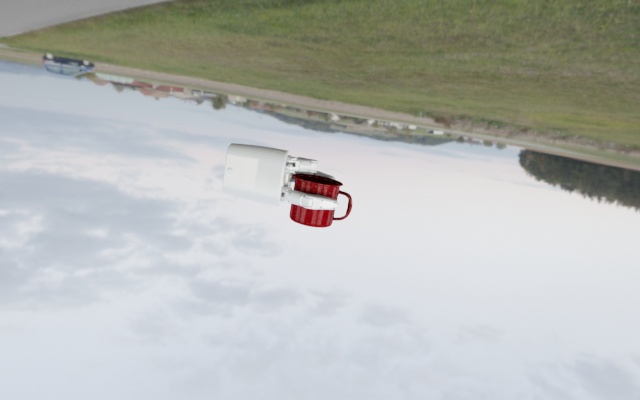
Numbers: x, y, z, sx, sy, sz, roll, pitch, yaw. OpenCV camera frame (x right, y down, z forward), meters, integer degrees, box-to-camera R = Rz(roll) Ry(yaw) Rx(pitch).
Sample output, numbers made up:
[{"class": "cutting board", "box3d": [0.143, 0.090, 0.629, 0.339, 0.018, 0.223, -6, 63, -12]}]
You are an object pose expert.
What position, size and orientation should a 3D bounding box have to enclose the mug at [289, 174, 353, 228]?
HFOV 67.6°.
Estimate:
[{"class": "mug", "box3d": [0.002, 0.003, 0.871, 0.117, 0.081, 0.093, 12, 11, 7]}]
